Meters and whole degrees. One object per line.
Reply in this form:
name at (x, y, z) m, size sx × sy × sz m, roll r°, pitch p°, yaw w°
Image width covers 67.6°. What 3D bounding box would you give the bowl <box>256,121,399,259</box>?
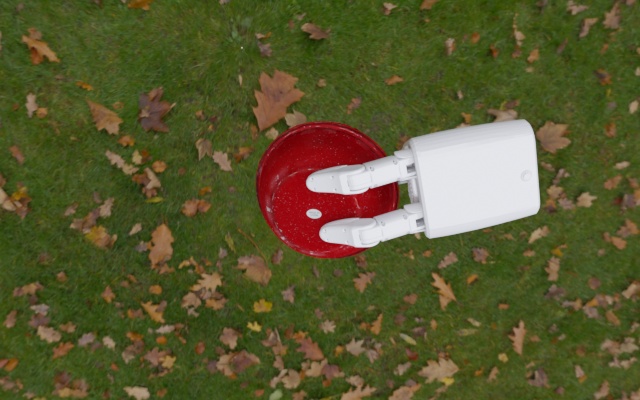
bowl at (-0.001, 0.002, 0.503) m, size 0.162 × 0.162 × 0.055 m, roll 0°, pitch 22°, yaw 13°
